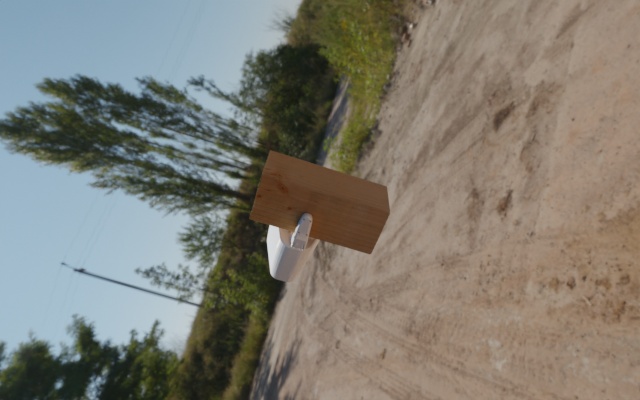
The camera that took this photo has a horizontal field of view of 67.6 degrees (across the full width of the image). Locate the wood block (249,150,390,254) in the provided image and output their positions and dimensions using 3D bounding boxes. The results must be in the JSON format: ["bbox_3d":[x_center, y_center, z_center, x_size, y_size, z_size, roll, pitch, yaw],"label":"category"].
[{"bbox_3d":[0.000,0.003,0.783,0.206,0.090,0.090,17,31,-6],"label":"wood block"}]
